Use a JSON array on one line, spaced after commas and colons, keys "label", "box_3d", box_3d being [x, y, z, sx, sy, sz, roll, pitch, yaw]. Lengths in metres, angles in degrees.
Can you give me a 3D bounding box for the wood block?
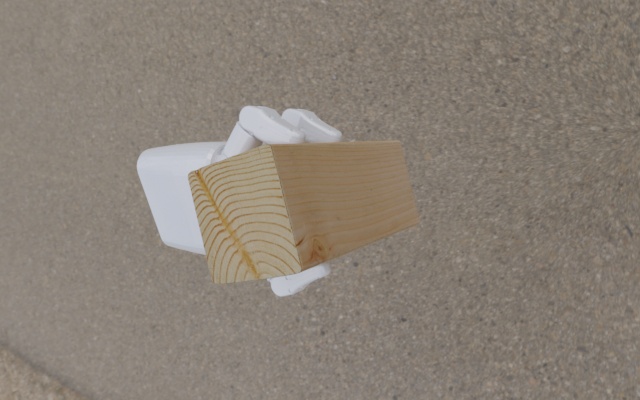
[{"label": "wood block", "box_3d": [0.000, 0.002, 0.423, 0.090, 0.091, 0.206, -14, -1, 35]}]
